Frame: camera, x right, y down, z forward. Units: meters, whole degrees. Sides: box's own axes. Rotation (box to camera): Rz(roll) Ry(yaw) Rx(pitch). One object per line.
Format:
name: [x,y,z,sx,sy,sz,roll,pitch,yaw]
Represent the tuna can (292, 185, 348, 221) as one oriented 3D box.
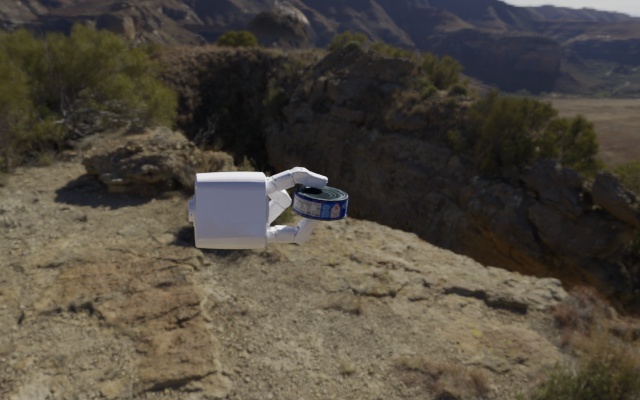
tuna can: [0.000,0.002,0.750,0.086,0.034,0.086,7,16,-2]
